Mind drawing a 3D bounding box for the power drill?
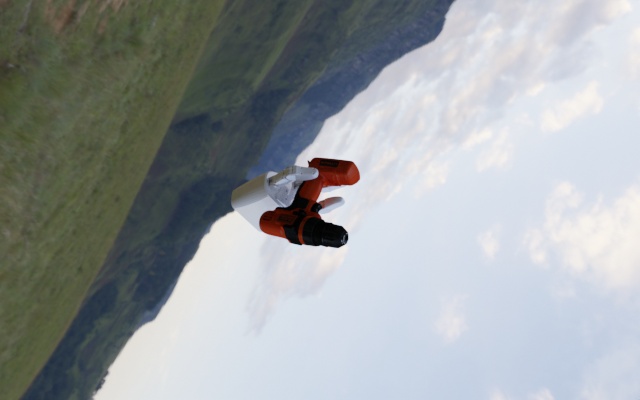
[{"bbox_3d":[0.000,0.003,0.877,0.184,0.057,0.187,10,50,33],"label":"power drill"}]
